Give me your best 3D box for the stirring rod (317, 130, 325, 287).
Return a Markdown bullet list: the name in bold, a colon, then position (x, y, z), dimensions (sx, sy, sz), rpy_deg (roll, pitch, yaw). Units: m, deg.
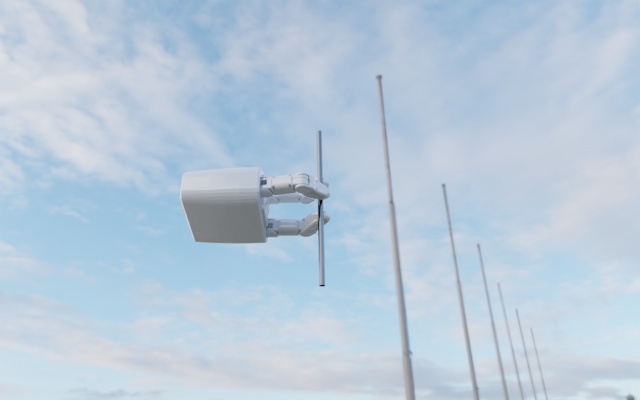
- **stirring rod**: position (0.000, 0.002, 0.659), dimensions (0.011, 0.239, 0.011), rpy_deg (-1, -29, 0)
